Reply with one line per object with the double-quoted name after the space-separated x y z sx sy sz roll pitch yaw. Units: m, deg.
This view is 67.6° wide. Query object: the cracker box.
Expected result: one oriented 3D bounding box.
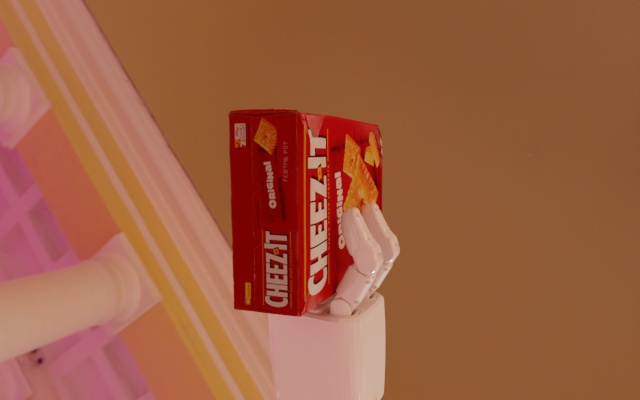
0.000 0.002 0.468 0.072 0.164 0.213 1 6 24 "cracker box"
